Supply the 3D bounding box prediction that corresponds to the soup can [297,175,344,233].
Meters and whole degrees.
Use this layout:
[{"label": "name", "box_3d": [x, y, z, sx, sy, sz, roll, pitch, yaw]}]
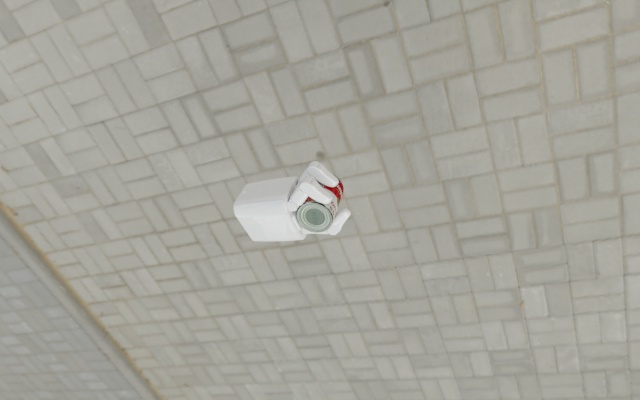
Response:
[{"label": "soup can", "box_3d": [0.001, 0.003, 0.874, 0.068, 0.068, 0.102, 0, 33, 15]}]
